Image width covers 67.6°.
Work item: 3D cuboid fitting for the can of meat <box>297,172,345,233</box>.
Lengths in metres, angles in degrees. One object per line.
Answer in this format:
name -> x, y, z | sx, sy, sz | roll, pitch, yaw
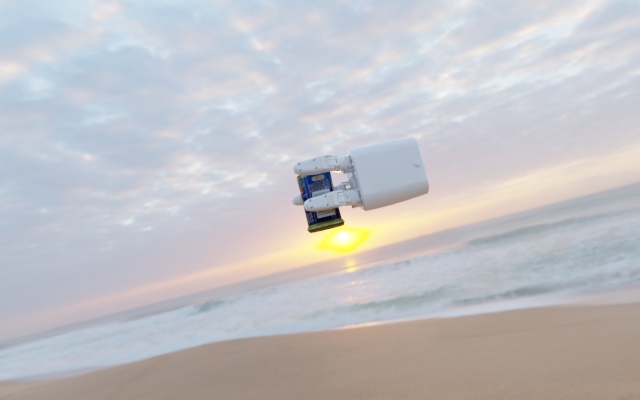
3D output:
can of meat -> 0.000, 0.002, 0.739 | 0.057, 0.084, 0.102 | -13, -7, 1
